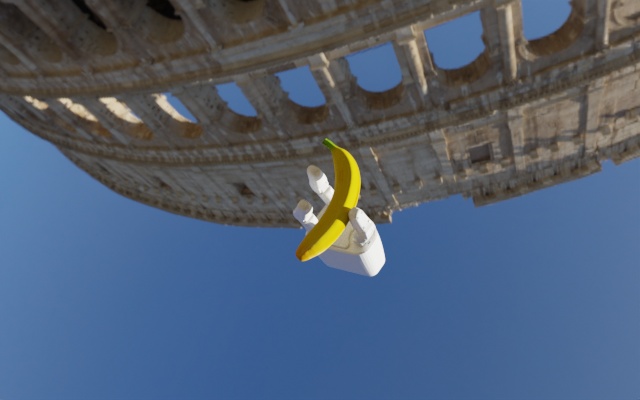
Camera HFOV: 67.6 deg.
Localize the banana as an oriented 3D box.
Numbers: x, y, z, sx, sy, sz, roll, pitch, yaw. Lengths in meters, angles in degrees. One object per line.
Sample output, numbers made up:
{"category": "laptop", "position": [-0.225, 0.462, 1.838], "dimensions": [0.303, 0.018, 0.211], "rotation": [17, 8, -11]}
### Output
{"category": "banana", "position": [0.019, 0.001, 0.694], "dimensions": [0.069, 0.197, 0.037], "rotation": [7, -27, 13]}
